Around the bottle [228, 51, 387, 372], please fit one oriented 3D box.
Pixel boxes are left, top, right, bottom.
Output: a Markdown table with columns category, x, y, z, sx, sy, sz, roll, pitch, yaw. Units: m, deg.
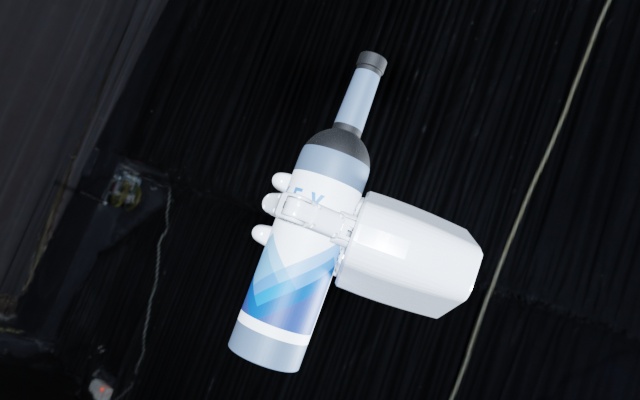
| category | x | y | z | sx | sy | sz | roll | pitch | yaw |
| --- | --- | --- | --- | --- | --- | --- | --- | --- | --- |
| bottle | 0.000 | 0.002 | 0.439 | 0.069 | 0.295 | 0.069 | 20 | -6 | 2 |
